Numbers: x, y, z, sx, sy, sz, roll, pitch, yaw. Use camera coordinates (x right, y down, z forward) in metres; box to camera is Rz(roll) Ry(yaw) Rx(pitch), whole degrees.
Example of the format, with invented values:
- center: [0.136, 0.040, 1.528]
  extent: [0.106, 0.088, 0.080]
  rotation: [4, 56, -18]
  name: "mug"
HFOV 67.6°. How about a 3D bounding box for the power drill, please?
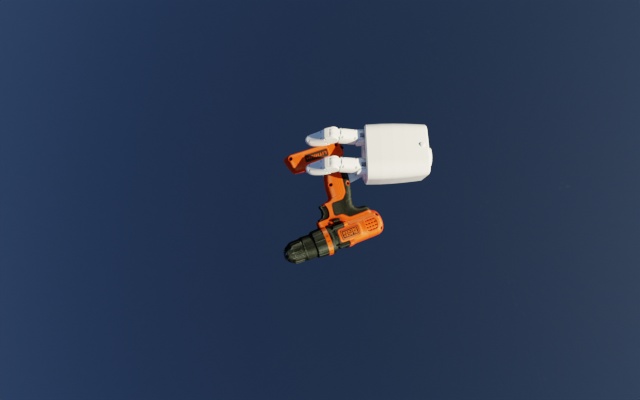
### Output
- center: [0.000, 0.002, 0.844]
  extent: [0.184, 0.187, 0.057]
  rotation: [-19, 1, -13]
  name: "power drill"
